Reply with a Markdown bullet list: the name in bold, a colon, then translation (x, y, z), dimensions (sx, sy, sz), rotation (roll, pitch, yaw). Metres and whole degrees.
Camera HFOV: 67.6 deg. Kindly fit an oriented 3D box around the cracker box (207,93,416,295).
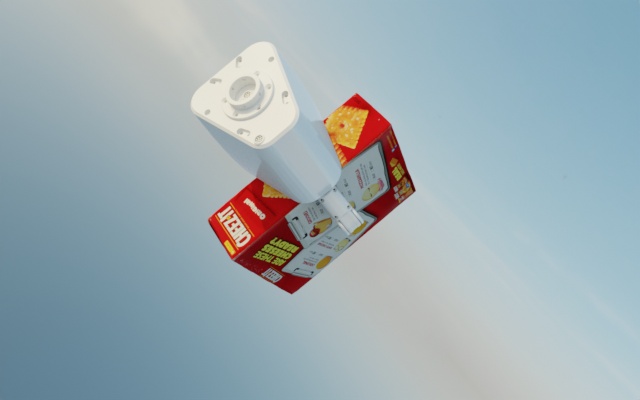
- **cracker box**: translation (0.000, 0.002, 0.563), dimensions (0.213, 0.072, 0.164), rotation (-40, -31, 0)
